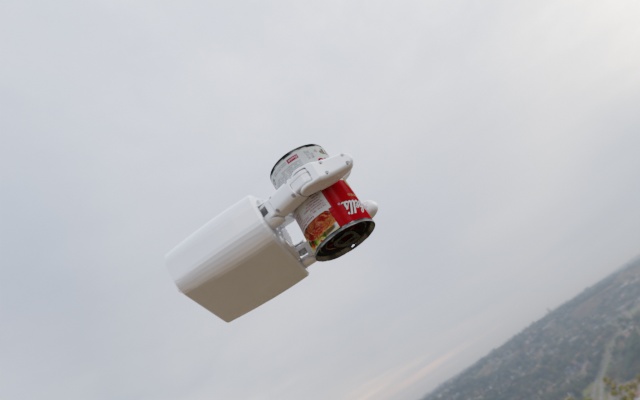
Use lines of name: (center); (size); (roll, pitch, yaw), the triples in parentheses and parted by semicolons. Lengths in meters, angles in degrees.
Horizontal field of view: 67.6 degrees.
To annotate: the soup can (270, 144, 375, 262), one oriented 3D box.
soup can: (0.000, 0.001, 0.484); (0.068, 0.102, 0.068); (-26, -25, -13)
